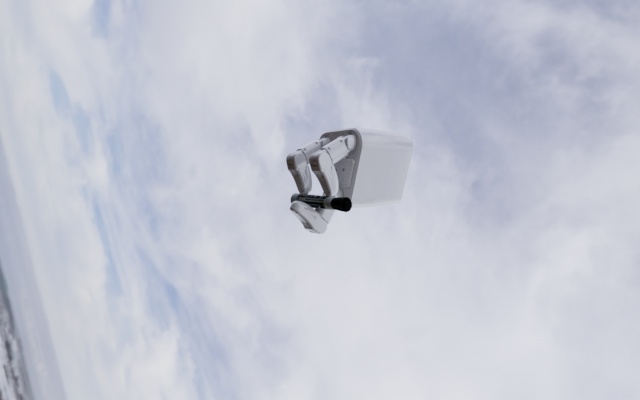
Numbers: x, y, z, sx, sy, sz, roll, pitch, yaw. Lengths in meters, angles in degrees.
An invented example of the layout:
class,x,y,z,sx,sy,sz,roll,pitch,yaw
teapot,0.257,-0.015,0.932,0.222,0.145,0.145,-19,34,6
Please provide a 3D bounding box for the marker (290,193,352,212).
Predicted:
class,x,y,z,sx,sy,sz,roll,pitch,yaw
marker,0.000,0.002,0.635,0.020,0.020,0.121,0,3,-36
